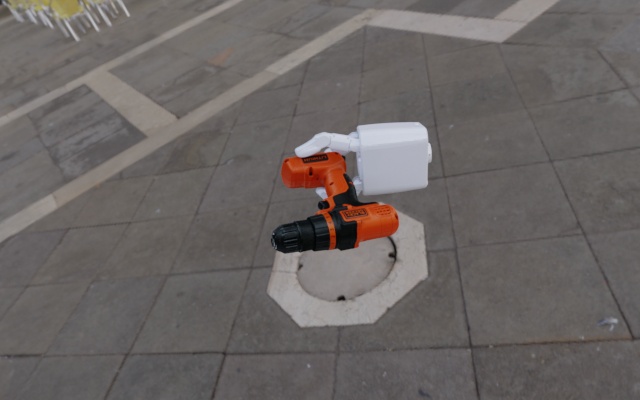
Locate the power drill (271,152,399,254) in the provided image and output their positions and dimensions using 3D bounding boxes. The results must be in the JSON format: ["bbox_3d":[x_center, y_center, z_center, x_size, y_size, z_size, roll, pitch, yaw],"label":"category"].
[{"bbox_3d":[0.000,0.002,0.714,0.184,0.057,0.187,-8,40,-18],"label":"power drill"}]
